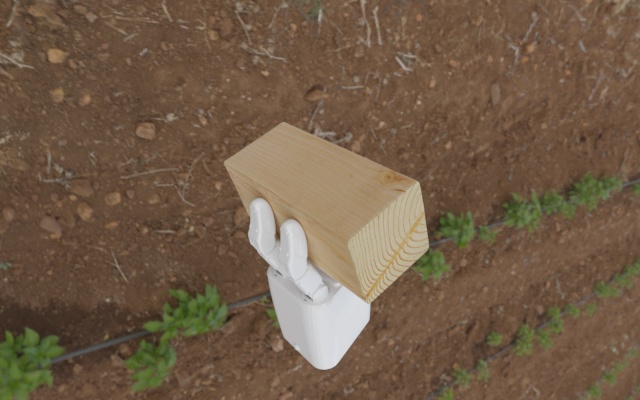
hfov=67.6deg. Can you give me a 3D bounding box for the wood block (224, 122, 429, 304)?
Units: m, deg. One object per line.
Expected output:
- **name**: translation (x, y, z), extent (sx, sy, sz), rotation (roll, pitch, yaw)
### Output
- **wood block**: translation (0.000, 0.002, 0.497), extent (0.091, 0.090, 0.206), rotation (-38, 42, -22)
